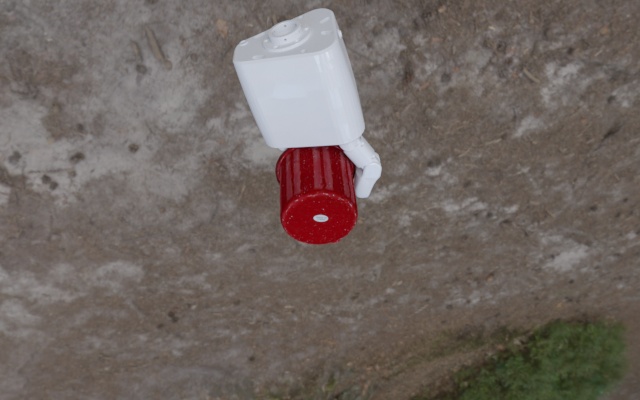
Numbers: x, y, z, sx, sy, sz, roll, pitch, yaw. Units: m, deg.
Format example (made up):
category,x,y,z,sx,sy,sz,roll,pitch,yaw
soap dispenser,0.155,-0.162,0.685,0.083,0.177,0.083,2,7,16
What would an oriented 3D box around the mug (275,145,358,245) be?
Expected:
category,x,y,z,sx,sy,sz,roll,pitch,yaw
mug,0.000,0.003,0.531,0.093,0.081,0.117,-14,-47,9
